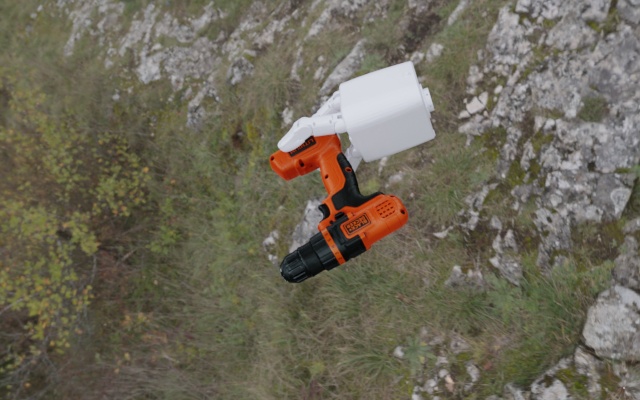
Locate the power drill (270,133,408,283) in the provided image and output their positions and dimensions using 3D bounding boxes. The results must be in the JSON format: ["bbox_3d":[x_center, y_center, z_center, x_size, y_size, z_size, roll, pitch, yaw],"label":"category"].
[{"bbox_3d":[0.000,0.002,0.658,0.184,0.187,0.057,-29,-27,-1],"label":"power drill"}]
